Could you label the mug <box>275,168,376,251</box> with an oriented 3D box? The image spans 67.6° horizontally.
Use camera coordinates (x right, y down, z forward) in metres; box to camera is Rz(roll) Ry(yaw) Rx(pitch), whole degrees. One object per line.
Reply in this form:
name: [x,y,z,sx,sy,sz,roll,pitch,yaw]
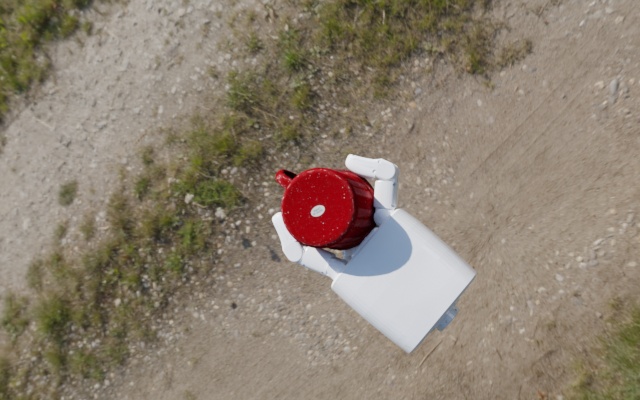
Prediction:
mug: [-0.001,0.001,0.512,0.117,0.093,0.081,39,9,16]
